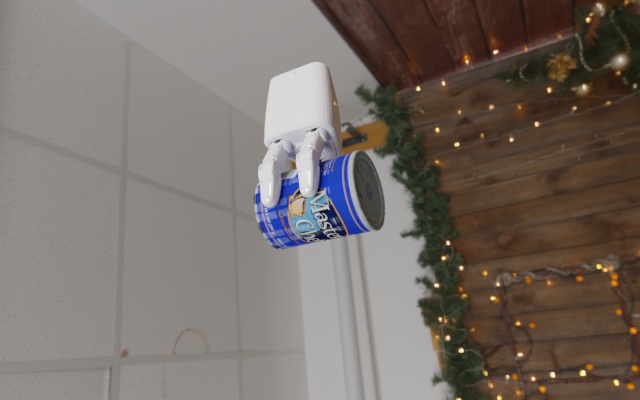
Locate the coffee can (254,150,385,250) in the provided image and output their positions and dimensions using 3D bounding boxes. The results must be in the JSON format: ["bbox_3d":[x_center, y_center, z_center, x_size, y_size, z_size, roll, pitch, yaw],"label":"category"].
[{"bbox_3d":[0.000,0.002,0.619,0.140,0.103,0.103,-14,-6,25],"label":"coffee can"}]
